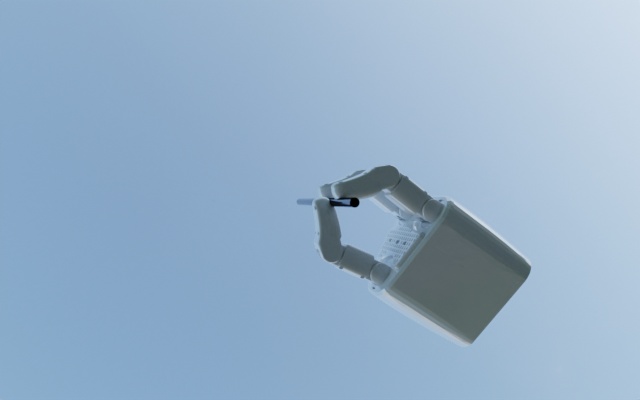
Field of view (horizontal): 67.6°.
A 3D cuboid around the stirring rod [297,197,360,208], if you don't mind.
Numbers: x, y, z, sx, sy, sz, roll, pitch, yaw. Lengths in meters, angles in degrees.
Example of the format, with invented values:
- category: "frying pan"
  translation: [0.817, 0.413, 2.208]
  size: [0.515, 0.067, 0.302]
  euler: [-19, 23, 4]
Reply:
- category: "stirring rod"
  translation: [0.000, 0.002, 0.483]
  size: [0.011, 0.011, 0.239]
  euler: [0, 0, -13]
